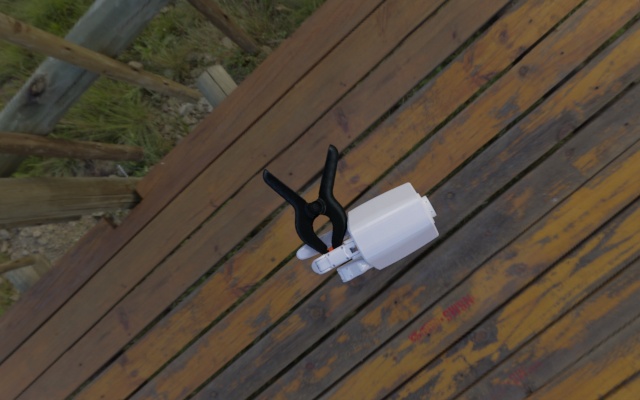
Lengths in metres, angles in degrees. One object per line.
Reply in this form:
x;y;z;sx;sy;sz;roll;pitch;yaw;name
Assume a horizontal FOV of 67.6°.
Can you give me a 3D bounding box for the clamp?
0.000;0.003;0.716;0.120;0.171;0.039;-30;-5;9;clamp
